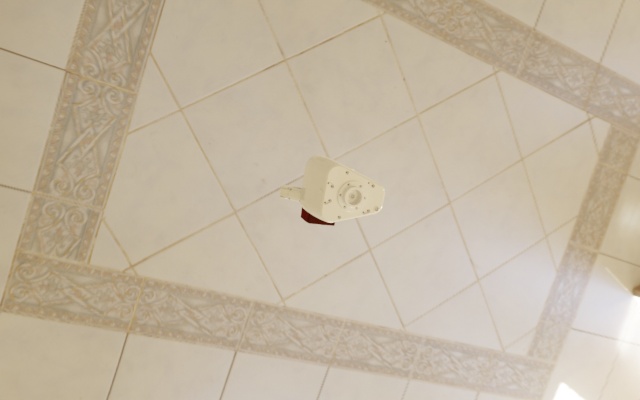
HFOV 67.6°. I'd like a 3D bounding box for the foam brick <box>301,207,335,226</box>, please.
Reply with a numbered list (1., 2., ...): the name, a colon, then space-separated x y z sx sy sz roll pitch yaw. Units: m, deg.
1. foam brick: 0.000 0.003 0.873 0.053 0.078 0.051 7 9 -20
